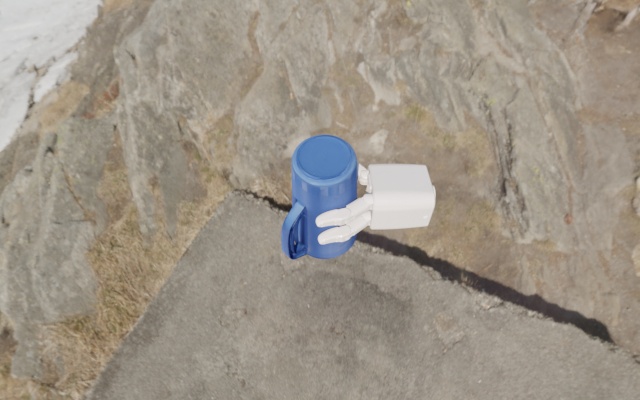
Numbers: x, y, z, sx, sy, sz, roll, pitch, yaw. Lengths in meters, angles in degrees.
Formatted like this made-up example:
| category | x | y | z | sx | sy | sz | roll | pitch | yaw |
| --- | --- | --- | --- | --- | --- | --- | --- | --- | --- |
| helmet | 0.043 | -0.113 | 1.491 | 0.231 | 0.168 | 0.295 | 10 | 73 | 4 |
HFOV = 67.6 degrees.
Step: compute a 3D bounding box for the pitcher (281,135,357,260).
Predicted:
| category | x | y | z | sx | sy | sz | roll | pitch | yaw |
| --- | --- | --- | --- | --- | --- | --- | --- | --- | --- |
| pitcher | 0.000 | 0.003 | 0.869 | 0.145 | 0.149 | 0.243 | 0 | -34 | 1 |
